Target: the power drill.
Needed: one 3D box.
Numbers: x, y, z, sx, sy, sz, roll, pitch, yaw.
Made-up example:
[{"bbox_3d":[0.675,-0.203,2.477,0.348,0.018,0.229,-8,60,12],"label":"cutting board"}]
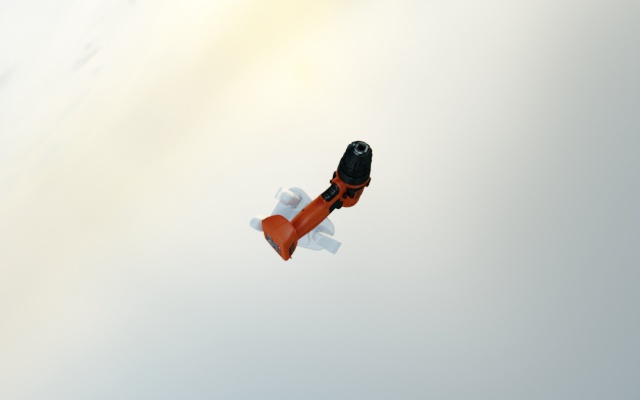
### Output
[{"bbox_3d":[0.000,0.003,0.720,0.187,0.057,0.184,-37,-17,-16],"label":"power drill"}]
